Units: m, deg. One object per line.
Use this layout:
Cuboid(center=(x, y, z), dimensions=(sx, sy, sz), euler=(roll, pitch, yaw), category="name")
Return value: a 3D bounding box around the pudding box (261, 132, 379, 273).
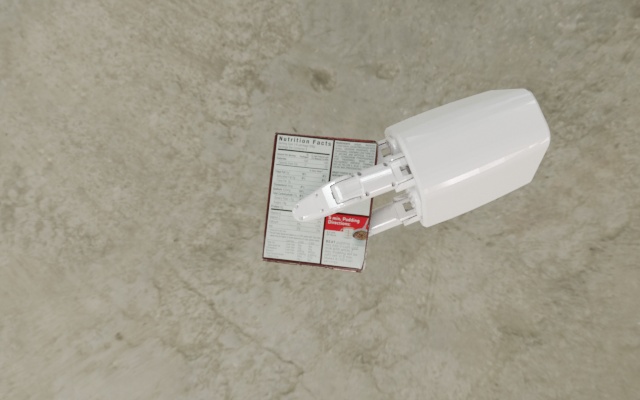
Cuboid(center=(0.000, 0.001, 0.413), dimensions=(0.090, 0.113, 0.039), euler=(6, -4, 5), category="pudding box")
